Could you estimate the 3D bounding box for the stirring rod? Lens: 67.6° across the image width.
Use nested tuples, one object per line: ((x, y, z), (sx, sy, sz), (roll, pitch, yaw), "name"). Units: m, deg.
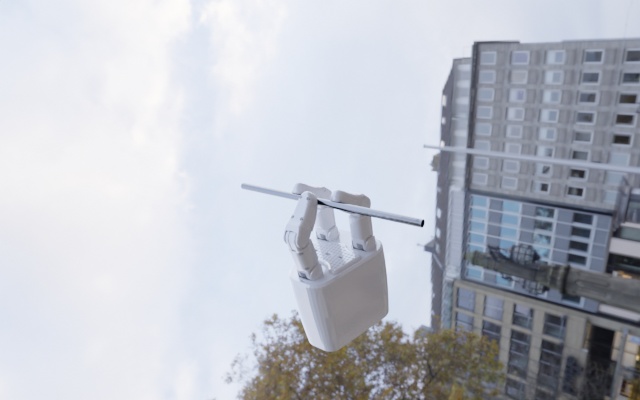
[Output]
((0.000, 0.002, 0.513), (0.239, 0.011, 0.011), (12, 7, 37), "stirring rod")
